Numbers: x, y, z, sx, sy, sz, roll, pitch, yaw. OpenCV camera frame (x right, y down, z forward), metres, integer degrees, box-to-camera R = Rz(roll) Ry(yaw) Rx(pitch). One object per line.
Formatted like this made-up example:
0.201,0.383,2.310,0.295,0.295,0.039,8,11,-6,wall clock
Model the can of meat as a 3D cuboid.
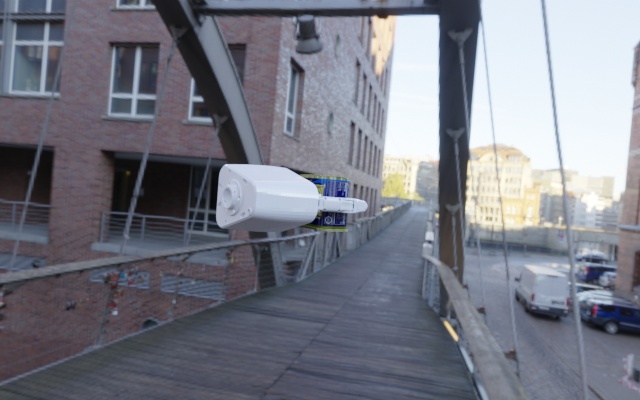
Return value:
0.000,0.002,0.759,0.057,0.084,0.102,3,2,-36,can of meat
